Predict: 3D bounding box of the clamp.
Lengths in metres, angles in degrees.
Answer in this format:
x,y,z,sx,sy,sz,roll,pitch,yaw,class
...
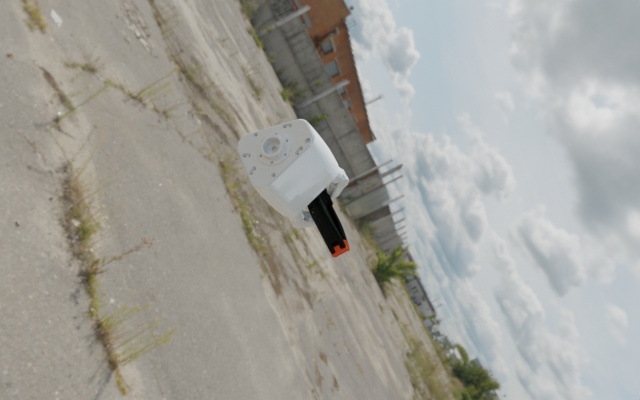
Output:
x,y,z,sx,sy,sz,roll,pitch,yaw,class
0.001,0.003,0.783,0.036,0.210,0.165,-30,-27,9,clamp
